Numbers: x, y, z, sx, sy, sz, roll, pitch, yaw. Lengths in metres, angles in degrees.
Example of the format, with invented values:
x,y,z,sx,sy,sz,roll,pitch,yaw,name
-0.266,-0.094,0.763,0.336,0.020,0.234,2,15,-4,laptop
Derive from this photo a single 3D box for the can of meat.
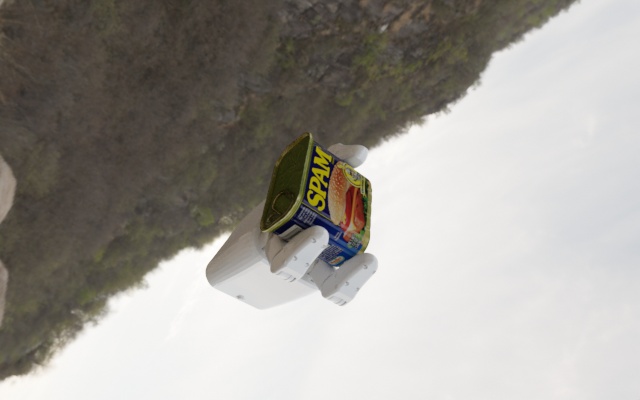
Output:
x,y,z,sx,sy,sz,roll,pitch,yaw,name
0.000,0.002,0.442,0.084,0.102,0.057,33,-46,-25,can of meat
